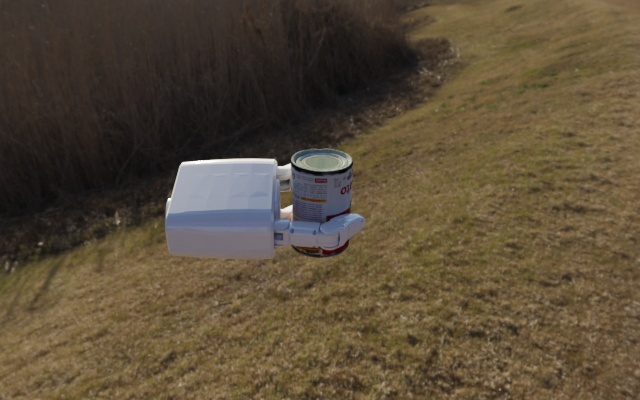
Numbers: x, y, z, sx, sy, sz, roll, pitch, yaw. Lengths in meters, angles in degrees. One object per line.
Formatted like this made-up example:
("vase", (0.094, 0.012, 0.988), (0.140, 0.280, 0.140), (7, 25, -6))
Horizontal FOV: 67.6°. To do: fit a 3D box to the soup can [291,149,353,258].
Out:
("soup can", (0.001, 0.002, 0.523), (0.068, 0.102, 0.068), (1, 27, -1))
